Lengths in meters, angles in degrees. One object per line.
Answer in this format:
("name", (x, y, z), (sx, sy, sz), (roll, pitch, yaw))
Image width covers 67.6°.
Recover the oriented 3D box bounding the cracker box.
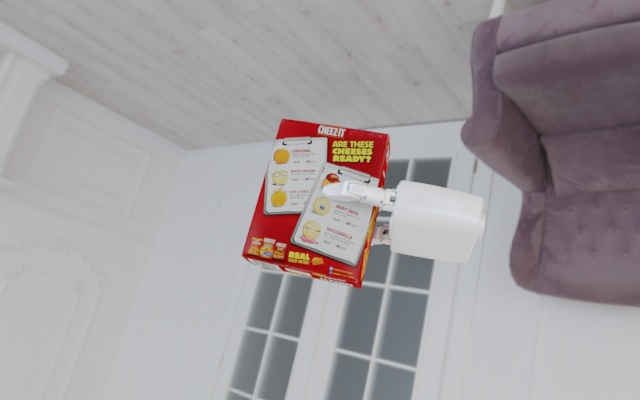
("cracker box", (0.000, 0.002, 0.682), (0.164, 0.213, 0.072), (11, -17, 12))
